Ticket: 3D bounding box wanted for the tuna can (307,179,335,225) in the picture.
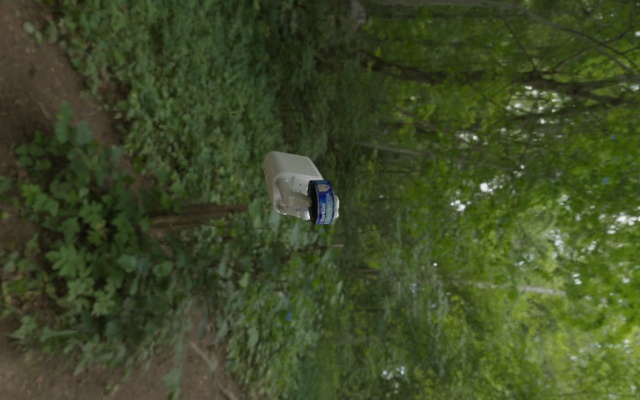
[{"bbox_3d":[0.001,0.003,0.900,0.034,0.086,0.086,-4,1,-14],"label":"tuna can"}]
